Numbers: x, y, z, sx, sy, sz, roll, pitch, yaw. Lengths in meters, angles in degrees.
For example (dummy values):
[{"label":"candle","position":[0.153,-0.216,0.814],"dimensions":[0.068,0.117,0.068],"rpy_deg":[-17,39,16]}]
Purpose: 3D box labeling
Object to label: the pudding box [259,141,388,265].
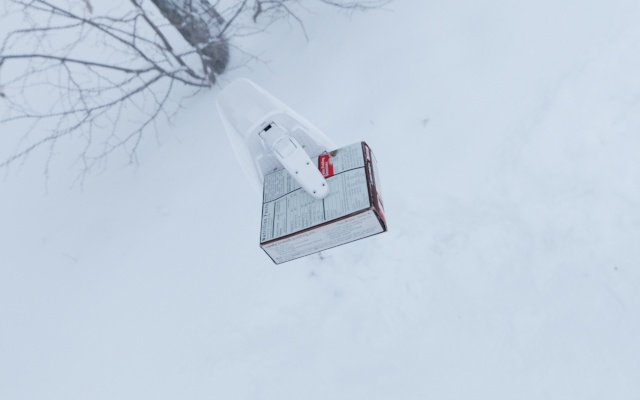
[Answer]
[{"label":"pudding box","position":[0.000,0.001,0.444],"dimensions":[0.113,0.090,0.039],"rpy_deg":[-20,-44,18]}]
